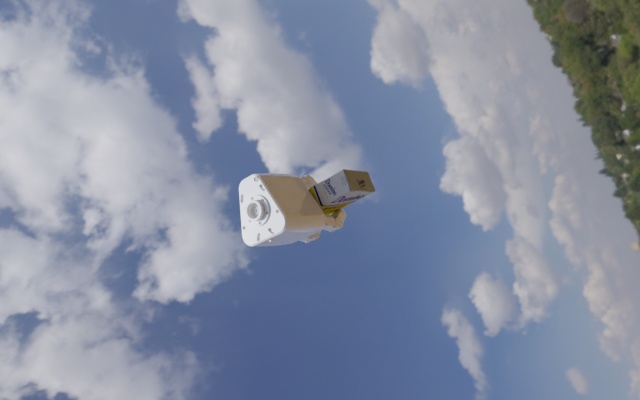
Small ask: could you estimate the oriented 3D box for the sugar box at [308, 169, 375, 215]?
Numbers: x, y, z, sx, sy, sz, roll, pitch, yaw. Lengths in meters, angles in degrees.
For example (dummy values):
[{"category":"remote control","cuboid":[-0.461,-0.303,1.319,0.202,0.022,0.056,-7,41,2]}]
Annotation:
[{"category":"sugar box","cuboid":[0.000,0.003,0.846,0.176,0.048,0.093,-26,-13,30]}]
